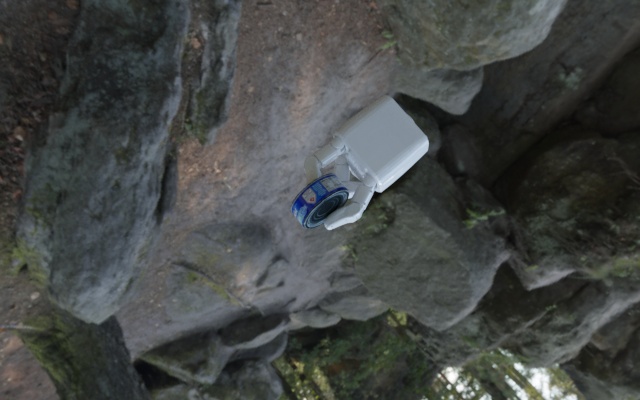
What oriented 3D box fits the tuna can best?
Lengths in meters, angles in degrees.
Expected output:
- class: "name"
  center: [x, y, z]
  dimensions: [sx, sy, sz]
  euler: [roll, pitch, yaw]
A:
- class: "tuna can"
  center: [0.000, 0.003, 0.698]
  dimensions: [0.086, 0.033, 0.086]
  euler: [-34, -21, -15]
